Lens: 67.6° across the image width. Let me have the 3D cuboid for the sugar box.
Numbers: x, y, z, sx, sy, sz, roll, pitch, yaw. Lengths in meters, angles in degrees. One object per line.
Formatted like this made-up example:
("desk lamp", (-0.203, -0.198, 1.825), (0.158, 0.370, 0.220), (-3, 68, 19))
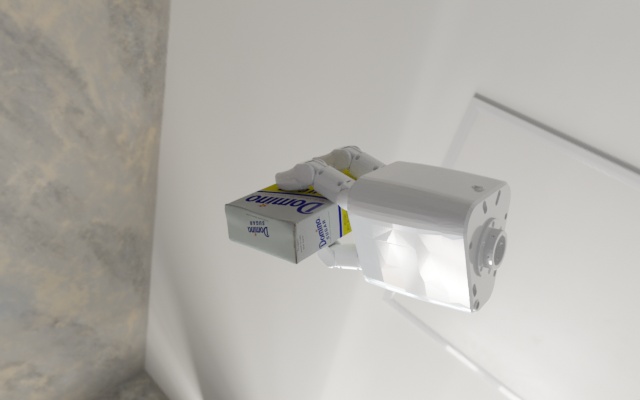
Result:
("sugar box", (0.000, 0.001, 0.489), (0.093, 0.048, 0.176), (13, 25, 38))
